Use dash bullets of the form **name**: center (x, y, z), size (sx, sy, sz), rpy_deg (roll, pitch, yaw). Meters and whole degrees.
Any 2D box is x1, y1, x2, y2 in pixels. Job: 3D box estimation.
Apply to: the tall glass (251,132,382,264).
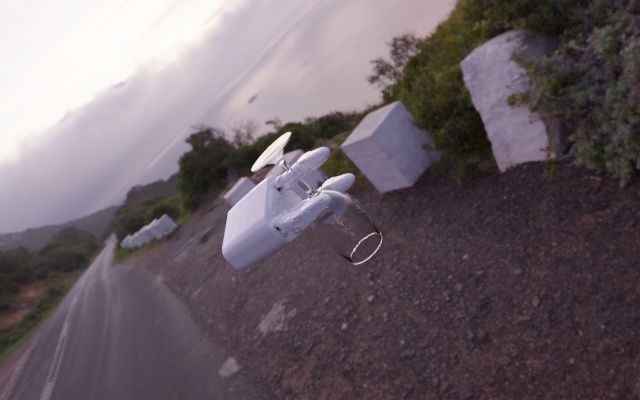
- **tall glass**: center (0.000, 0.002, 0.669), size (0.201, 0.079, 0.079), rpy_deg (45, -17, -17)
